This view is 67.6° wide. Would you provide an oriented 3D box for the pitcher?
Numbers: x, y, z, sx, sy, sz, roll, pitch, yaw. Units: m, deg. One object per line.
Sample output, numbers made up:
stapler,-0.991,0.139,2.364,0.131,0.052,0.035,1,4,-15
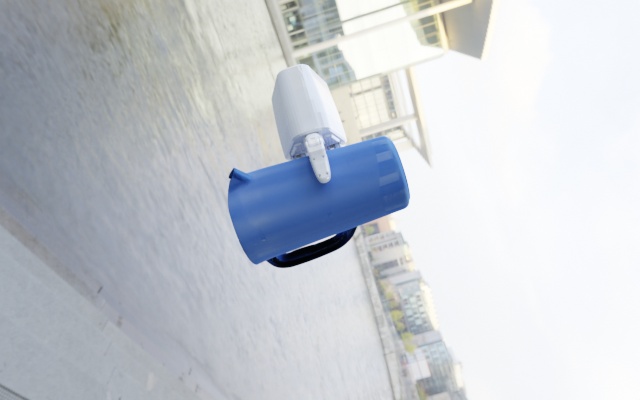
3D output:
pitcher,0.000,0.002,0.687,0.243,0.145,0.149,-17,-11,3
